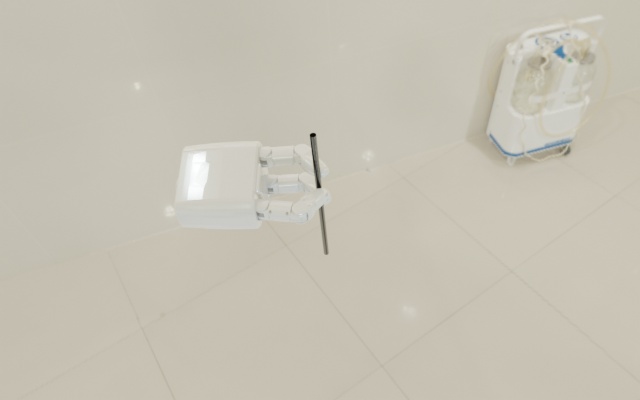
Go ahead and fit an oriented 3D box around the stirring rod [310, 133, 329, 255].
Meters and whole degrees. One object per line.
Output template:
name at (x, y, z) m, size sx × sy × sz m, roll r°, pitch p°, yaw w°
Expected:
stirring rod at (0.000, 0.002, 0.650) m, size 0.011 × 0.011 × 0.240 m, roll 0°, pitch -41°, yaw 6°
